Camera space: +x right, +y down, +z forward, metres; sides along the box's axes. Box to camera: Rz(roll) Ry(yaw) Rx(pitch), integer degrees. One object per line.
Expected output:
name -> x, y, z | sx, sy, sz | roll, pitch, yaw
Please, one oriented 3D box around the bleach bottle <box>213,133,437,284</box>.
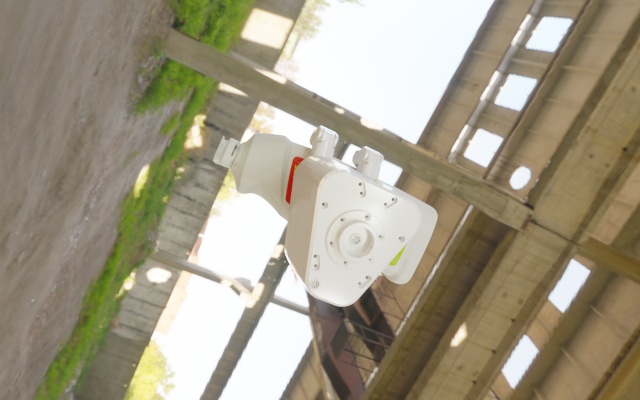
bleach bottle -> 0.000, 0.002, 0.532 | 0.251, 0.102, 0.068 | 24, 3, -14
